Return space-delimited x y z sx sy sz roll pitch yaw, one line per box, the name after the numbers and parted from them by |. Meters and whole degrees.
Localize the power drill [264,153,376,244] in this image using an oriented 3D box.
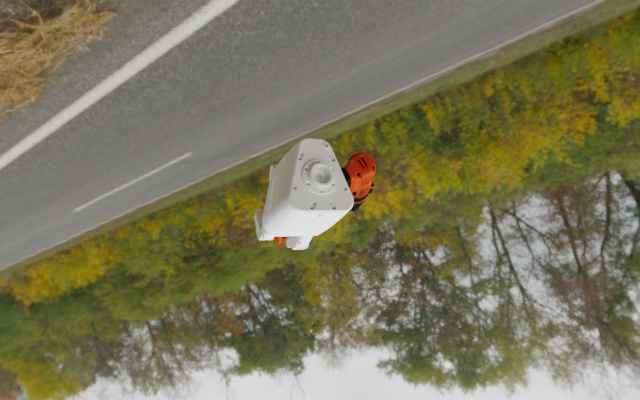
0.000 0.003 0.800 0.187 0.057 0.184 -27 -19 -13 | power drill
